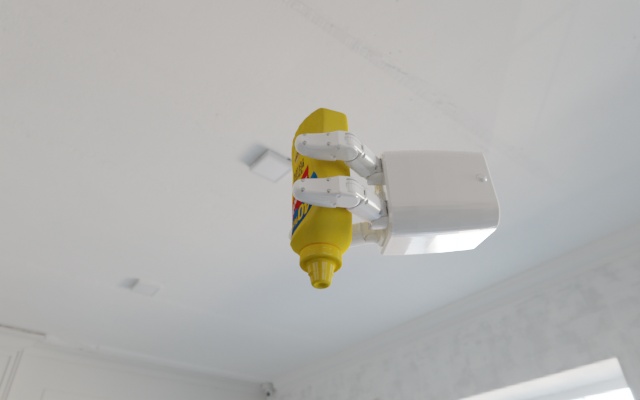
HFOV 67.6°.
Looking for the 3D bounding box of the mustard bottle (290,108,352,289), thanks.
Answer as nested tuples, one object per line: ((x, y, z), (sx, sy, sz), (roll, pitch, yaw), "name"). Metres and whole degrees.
((0.000, 0.001, 0.494), (0.058, 0.191, 0.096), (13, -39, -18), "mustard bottle")
